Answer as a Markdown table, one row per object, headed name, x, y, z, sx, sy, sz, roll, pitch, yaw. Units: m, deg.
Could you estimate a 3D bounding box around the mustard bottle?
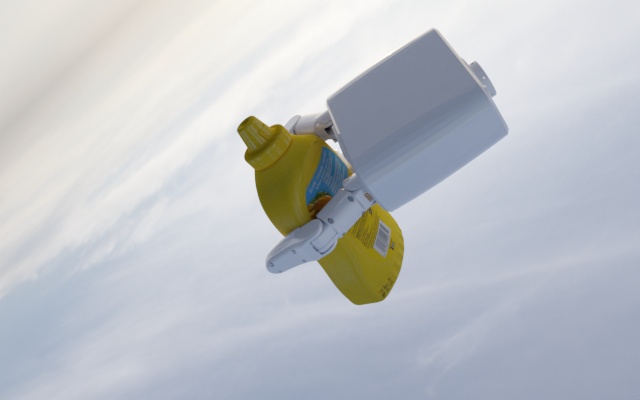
| name | x | y | z | sx | sy | sz | roll | pitch | yaw |
| --- | --- | --- | --- | --- | --- | --- | --- | --- | --- |
| mustard bottle | 0.000 | 0.002 | 0.411 | 0.058 | 0.096 | 0.192 | -18 | -52 | 37 |
